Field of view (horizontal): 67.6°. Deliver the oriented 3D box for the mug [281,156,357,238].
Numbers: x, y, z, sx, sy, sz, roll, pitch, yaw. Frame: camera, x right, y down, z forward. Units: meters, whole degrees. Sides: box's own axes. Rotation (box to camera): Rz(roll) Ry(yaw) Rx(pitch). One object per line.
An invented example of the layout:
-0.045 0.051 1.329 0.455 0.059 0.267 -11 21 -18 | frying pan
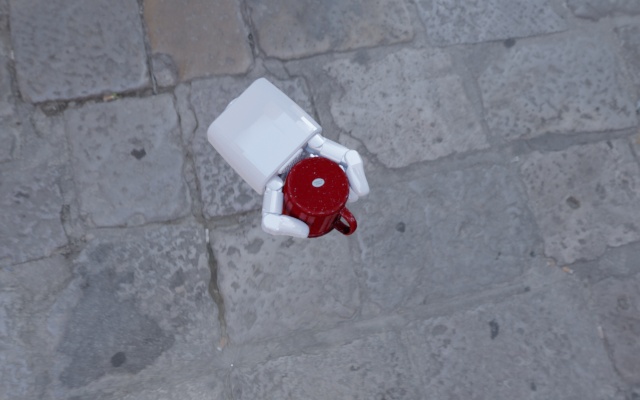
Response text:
0.001 0.003 0.623 0.093 0.117 0.081 -45 -7 -20 | mug
